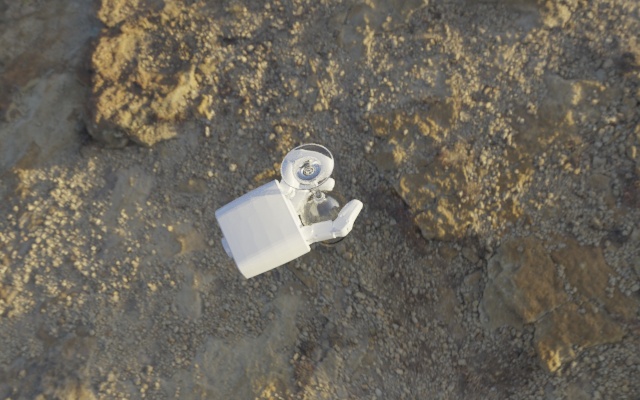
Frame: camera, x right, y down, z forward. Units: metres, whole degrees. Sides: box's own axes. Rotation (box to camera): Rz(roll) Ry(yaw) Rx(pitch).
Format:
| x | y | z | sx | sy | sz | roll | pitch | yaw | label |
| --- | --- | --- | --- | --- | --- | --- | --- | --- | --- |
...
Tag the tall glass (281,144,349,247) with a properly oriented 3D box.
| x | y | z | sx | sy | sz | roll | pitch | yaw | label |
| --- | --- | --- | --- | --- | --- | --- | --- | --- | --- |
| 0.000 | 0.002 | 0.727 | 0.079 | 0.079 | 0.201 | 0 | -29 | 13 | tall glass |
